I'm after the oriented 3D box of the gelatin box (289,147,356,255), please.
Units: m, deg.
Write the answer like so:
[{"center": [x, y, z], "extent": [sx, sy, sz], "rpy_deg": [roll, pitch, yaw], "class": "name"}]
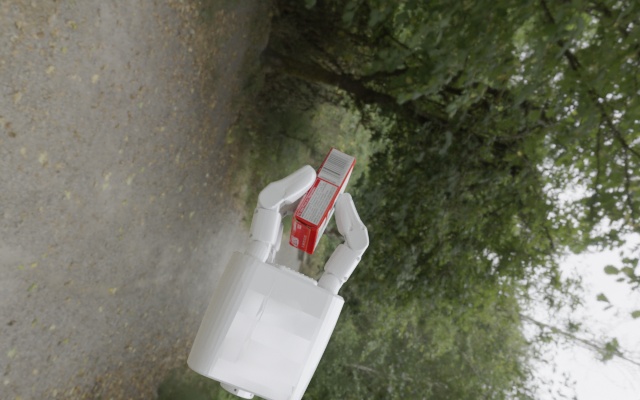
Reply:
[{"center": [0.001, 0.002, 0.484], "extent": [0.030, 0.089, 0.073], "rpy_deg": [26, -24, 5], "class": "gelatin box"}]
